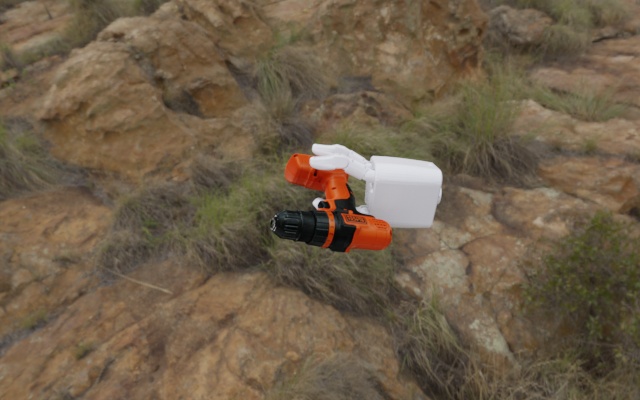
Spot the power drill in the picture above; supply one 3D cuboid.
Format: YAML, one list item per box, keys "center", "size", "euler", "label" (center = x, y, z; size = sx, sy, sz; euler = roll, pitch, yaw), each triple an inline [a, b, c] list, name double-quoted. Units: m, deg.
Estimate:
- center: [0.000, 0.002, 0.729]
  size: [0.184, 0.057, 0.187]
  euler: [10, 35, -25]
  label: "power drill"
